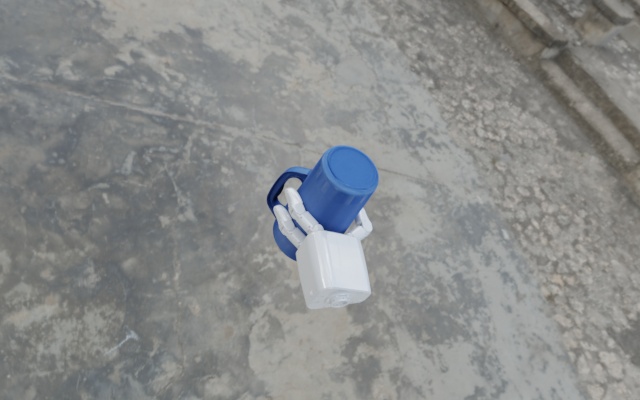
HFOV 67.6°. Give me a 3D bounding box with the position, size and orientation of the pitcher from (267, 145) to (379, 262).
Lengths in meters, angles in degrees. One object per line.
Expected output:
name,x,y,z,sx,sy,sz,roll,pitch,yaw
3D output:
pitcher,0.000,0.003,0.893,0.149,0.145,0.243,4,-34,-24
